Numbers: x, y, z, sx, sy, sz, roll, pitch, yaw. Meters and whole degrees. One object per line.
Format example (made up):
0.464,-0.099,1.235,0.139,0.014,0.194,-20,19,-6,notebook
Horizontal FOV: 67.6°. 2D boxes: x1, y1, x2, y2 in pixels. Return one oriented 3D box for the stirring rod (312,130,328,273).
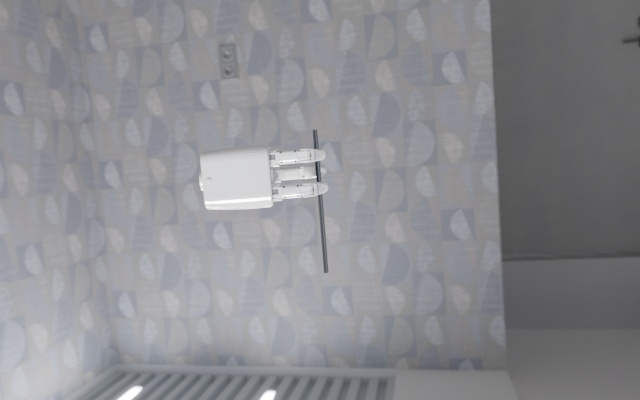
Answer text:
0.000,0.003,0.800,0.011,0.239,0.011,-5,4,0,stirring rod
